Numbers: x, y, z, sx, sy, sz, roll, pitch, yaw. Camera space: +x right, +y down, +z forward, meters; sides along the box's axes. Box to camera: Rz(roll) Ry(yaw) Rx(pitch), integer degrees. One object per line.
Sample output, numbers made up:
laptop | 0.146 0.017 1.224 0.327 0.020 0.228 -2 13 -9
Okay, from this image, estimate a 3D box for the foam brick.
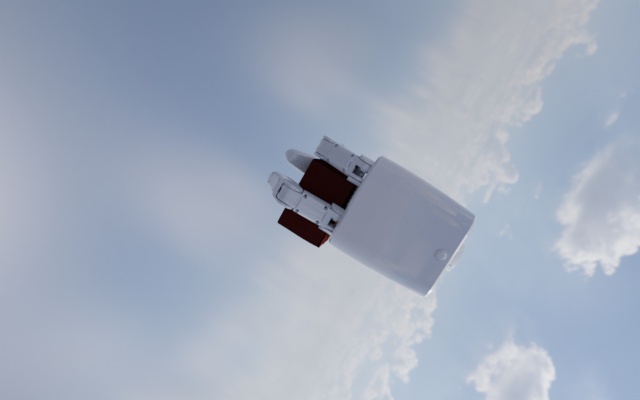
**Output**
foam brick | 0.000 0.002 0.495 0.051 0.078 0.053 32 10 7
